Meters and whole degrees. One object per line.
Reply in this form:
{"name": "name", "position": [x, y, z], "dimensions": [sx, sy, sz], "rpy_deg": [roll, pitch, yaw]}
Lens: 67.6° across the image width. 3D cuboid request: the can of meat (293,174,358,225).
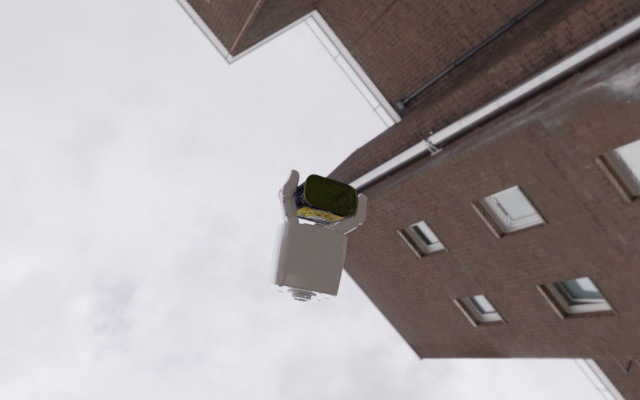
{"name": "can of meat", "position": [0.000, 0.003, 0.832], "dimensions": [0.102, 0.057, 0.084], "rpy_deg": [16, -24, -24]}
